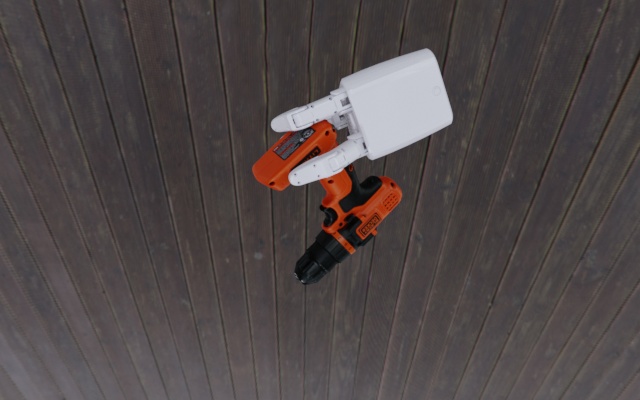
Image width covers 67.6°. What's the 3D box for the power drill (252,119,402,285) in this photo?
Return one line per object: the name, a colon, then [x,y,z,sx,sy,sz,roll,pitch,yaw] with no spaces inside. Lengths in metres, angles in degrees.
power drill: [0.000,0.002,0.601,0.057,0.184,0.188,38,-8,50]
